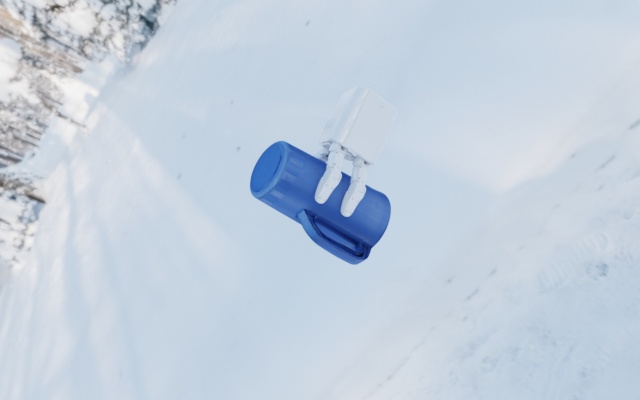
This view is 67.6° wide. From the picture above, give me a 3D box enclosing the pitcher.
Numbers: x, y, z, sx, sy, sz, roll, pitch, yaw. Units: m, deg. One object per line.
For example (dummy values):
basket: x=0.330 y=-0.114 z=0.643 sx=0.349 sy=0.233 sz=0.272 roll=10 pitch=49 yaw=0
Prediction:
pitcher: x=0.000 y=0.003 z=0.846 sx=0.243 sy=0.145 sz=0.149 roll=29 pitch=-3 yaw=-31
